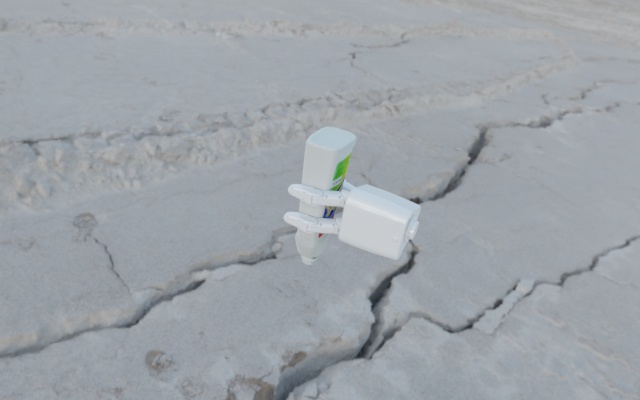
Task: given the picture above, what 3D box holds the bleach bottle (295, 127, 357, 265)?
[{"bbox_3d":[0.000,0.003,0.853,0.068,0.251,0.102,20,31,18],"label":"bleach bottle"}]
